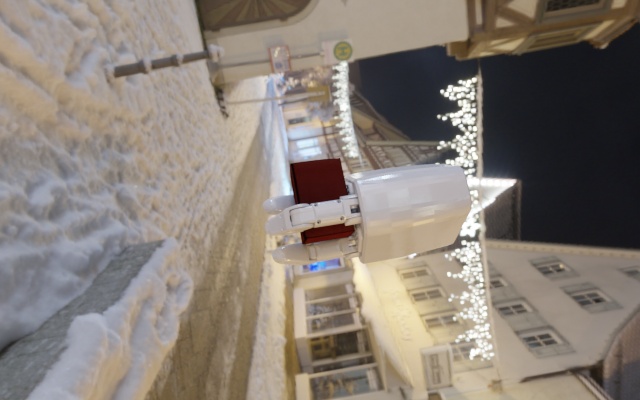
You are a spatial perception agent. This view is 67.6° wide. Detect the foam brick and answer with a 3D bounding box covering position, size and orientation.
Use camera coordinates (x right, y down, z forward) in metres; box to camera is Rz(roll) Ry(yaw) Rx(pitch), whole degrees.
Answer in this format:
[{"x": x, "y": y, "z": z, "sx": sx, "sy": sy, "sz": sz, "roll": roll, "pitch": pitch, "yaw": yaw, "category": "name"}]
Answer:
[{"x": 0.000, "y": 0.001, "z": 0.491, "sx": 0.051, "sy": 0.078, "sz": 0.053, "roll": -10, "pitch": -10, "yaw": -5, "category": "foam brick"}]
